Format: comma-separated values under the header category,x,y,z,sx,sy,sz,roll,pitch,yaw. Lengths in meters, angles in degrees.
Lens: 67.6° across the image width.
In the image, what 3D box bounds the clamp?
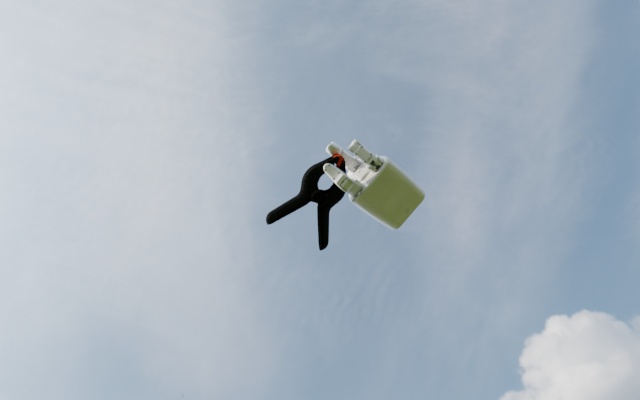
category,x,y,z,sx,sy,sz,roll,pitch,yaw
clamp,0.000,0.002,0.828,0.120,0.171,0.039,36,8,-23
